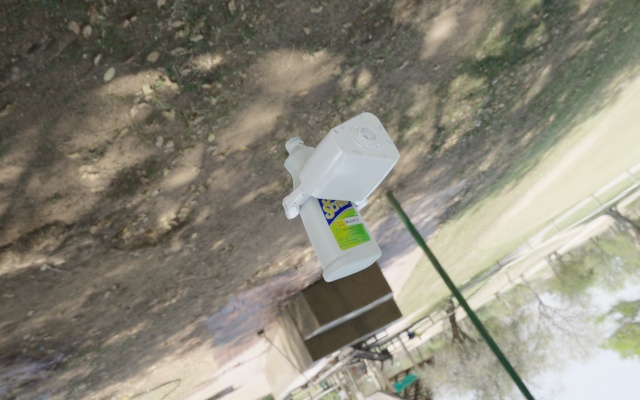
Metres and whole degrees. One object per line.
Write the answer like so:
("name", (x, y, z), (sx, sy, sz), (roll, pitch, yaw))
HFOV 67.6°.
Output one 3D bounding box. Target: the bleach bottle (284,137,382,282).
("bleach bottle", (0.000, 0.003, 0.793), (0.102, 0.250, 0.068), (-14, -24, -36))
